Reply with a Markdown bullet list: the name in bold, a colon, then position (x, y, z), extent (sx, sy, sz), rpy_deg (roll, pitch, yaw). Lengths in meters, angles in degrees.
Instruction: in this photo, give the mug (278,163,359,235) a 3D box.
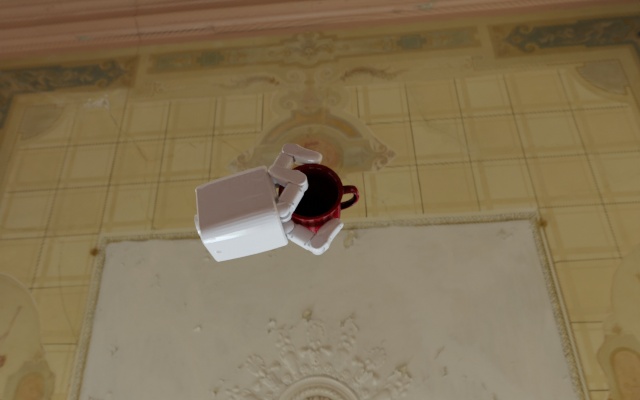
- **mug**: position (0.002, 0.002, 0.713), extent (0.117, 0.093, 0.081), rpy_deg (-13, -28, -3)
